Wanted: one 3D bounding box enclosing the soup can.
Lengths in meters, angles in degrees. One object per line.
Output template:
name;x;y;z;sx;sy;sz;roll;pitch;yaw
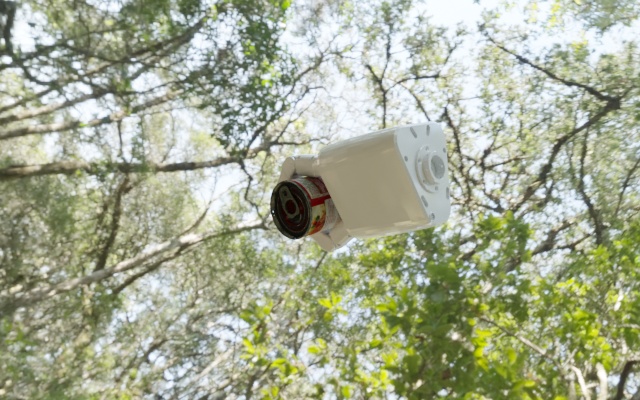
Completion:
soup can;0.000;0.002;0.570;0.068;0.068;0.102;0;11;45
